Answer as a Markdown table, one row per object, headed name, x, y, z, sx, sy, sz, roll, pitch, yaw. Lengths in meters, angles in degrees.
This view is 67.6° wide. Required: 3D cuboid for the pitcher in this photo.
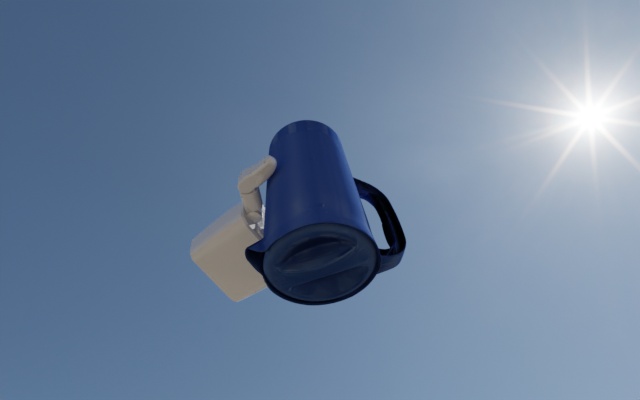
| name | x | y | z | sx | sy | sz | roll | pitch | yaw |
| --- | --- | --- | --- | --- | --- | --- | --- | --- | --- |
| pitcher | 0.000 | 0.002 | 0.613 | 0.145 | 0.242 | 0.149 | -34 | -54 | 20 |
